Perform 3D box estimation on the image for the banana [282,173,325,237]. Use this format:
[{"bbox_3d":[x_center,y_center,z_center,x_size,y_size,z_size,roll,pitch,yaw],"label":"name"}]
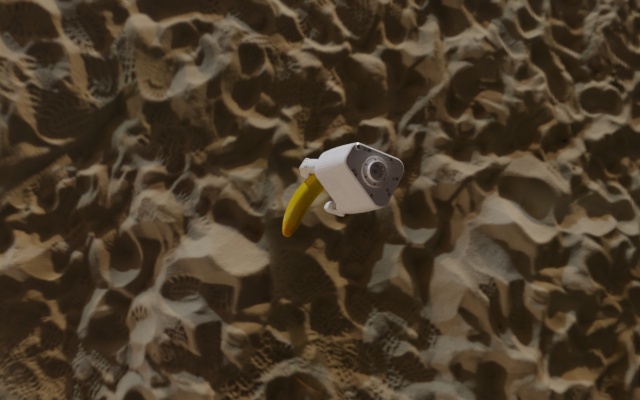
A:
[{"bbox_3d":[-0.007,-0.014,0.890,0.197,0.070,0.037,-38,19,-25],"label":"banana"}]
